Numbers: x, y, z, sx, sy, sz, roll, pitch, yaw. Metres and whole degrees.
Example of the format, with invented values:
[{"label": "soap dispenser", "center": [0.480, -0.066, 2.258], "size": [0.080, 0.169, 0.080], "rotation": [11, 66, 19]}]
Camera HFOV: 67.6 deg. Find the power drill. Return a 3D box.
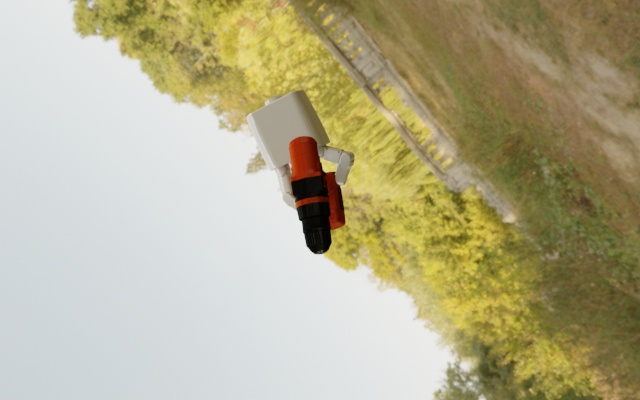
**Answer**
[{"label": "power drill", "center": [0.000, 0.002, 0.793], "size": [0.057, 0.184, 0.188], "rotation": [-10, -12, 8]}]
